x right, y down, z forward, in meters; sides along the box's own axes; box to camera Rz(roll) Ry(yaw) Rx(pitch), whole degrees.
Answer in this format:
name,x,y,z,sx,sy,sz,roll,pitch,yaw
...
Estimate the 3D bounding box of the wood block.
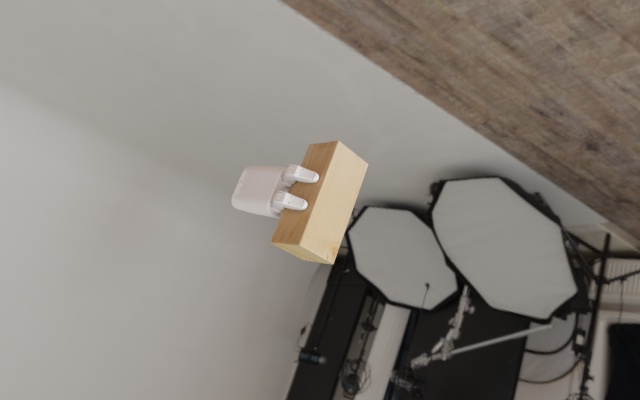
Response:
name,x,y,z,sx,sy,sz,roll,pitch,yaw
wood block,0.000,0.003,0.888,0.091,0.206,0.090,33,-21,-36
